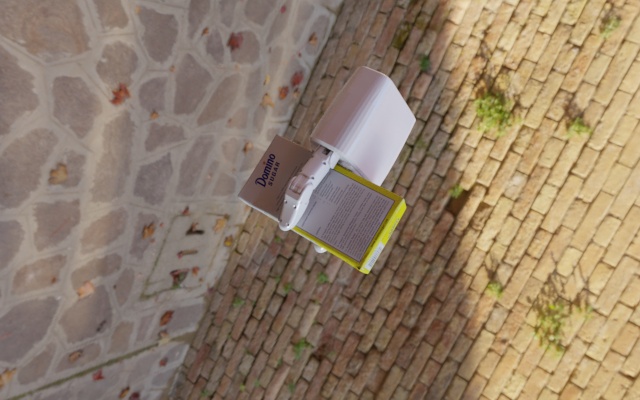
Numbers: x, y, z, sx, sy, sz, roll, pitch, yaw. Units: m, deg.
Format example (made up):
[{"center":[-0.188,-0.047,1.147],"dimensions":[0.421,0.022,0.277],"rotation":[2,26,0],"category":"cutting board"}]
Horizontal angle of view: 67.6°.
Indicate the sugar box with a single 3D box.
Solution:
[{"center":[0.000,0.002,0.560],"dimensions":[0.176,0.093,0.048],"rotation":[29,-7,22],"category":"sugar box"}]
